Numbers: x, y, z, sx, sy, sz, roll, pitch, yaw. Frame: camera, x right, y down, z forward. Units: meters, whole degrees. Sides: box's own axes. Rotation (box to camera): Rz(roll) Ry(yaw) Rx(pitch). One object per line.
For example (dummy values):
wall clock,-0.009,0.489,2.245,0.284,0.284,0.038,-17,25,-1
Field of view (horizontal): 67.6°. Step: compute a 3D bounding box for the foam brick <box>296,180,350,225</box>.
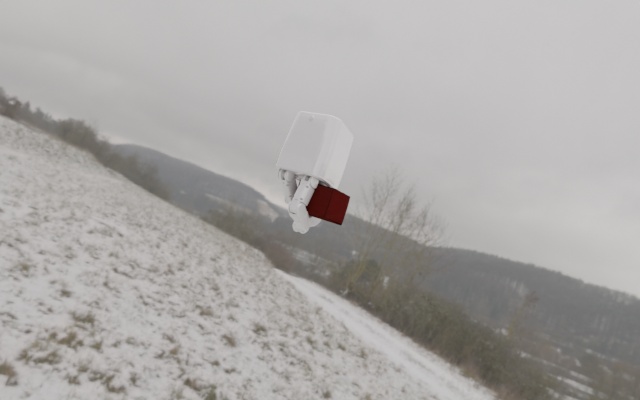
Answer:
foam brick,0.000,0.003,0.794,0.078,0.051,0.053,16,-7,38
